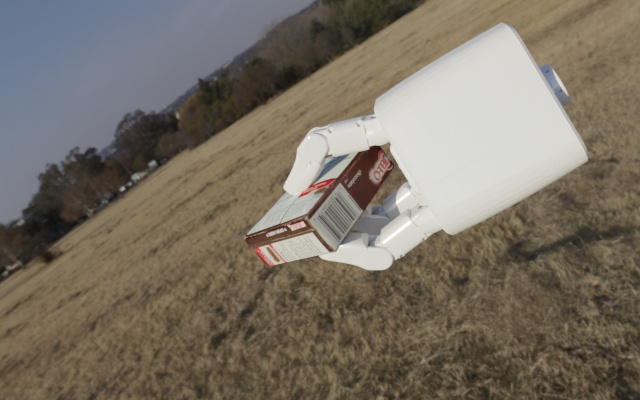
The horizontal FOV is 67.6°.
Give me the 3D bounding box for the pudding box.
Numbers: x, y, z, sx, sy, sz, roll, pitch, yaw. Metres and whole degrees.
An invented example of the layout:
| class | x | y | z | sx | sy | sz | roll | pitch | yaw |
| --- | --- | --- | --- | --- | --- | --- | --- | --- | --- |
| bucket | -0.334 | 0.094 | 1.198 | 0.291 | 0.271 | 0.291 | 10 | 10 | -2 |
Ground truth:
| class | x | y | z | sx | sy | sz | roll | pitch | yaw |
| --- | --- | --- | --- | --- | --- | --- | --- | --- | --- |
| pudding box | 0.000 | 0.001 | 0.405 | 0.090 | 0.039 | 0.113 | -21 | 21 | 48 |
